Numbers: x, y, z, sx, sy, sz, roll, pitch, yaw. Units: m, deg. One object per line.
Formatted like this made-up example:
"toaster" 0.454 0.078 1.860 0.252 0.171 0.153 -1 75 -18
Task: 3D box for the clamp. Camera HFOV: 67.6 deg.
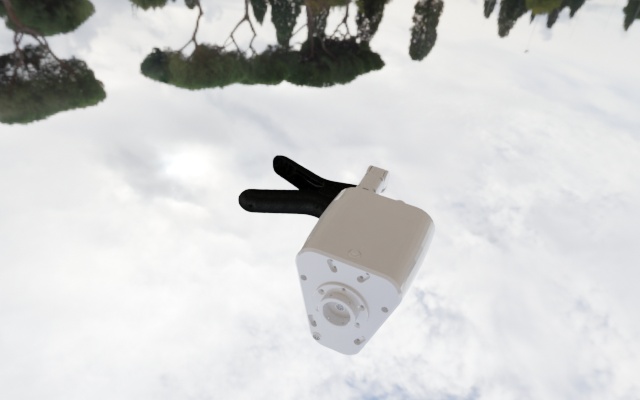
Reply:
"clamp" 0.000 0.002 0.513 0.171 0.039 0.120 19 35 16
